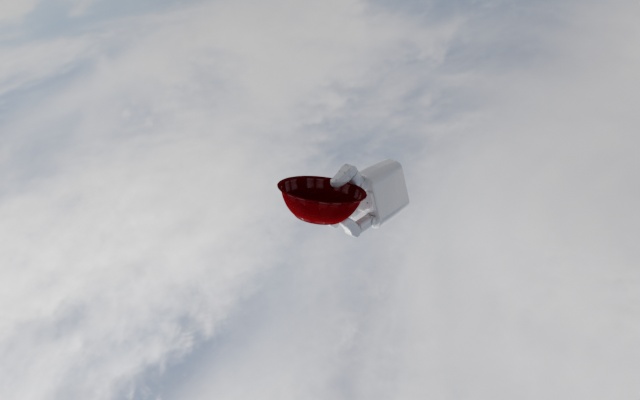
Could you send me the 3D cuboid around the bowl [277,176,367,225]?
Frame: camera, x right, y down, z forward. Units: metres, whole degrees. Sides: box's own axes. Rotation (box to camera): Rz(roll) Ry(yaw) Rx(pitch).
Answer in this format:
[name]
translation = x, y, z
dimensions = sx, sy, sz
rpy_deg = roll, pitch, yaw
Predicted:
[bowl]
translation = -0.001, 0.003, 0.862
dimensions = 0.162, 0.055, 0.162
rpy_deg = 6, 18, -2
